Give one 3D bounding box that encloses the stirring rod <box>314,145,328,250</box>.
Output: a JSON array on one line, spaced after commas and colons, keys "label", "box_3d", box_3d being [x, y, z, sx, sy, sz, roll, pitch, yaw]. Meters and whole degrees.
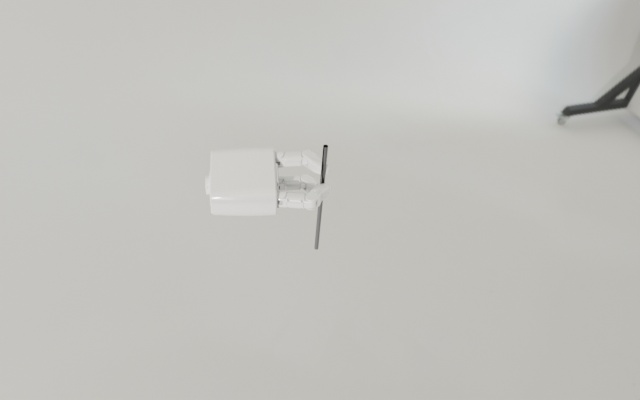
[{"label": "stirring rod", "box_3d": [0.000, 0.003, 0.831, 0.011, 0.240, 0.011, 3, 43, -3]}]
